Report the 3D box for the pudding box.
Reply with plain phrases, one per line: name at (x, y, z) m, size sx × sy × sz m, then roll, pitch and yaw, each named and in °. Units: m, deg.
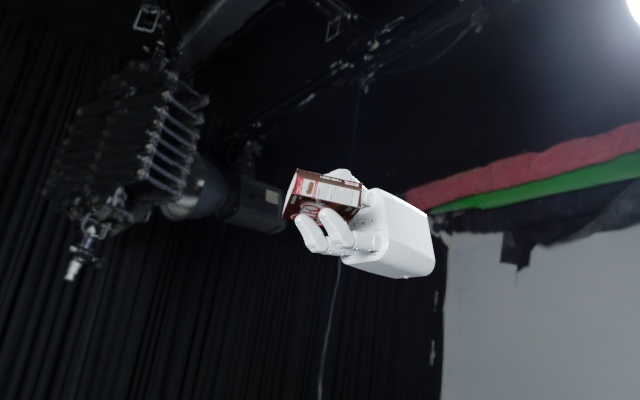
pudding box at (0.000, 0.002, 0.637) m, size 0.090 × 0.039 × 0.113 m, roll 11°, pitch -21°, yaw -7°
